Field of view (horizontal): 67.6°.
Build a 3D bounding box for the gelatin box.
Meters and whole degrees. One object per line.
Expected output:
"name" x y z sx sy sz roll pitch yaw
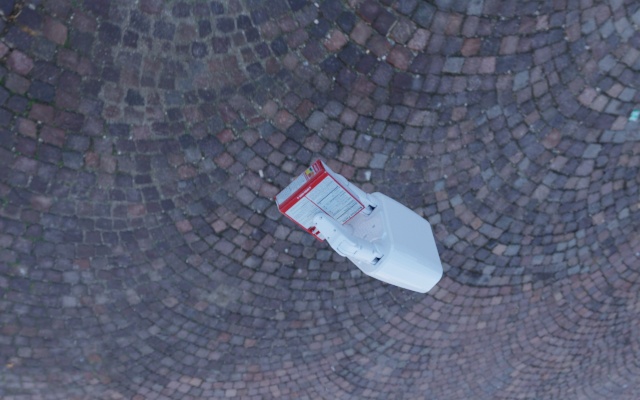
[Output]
"gelatin box" 0.000 0.002 0.583 0.089 0.073 0.030 39 17 -41
